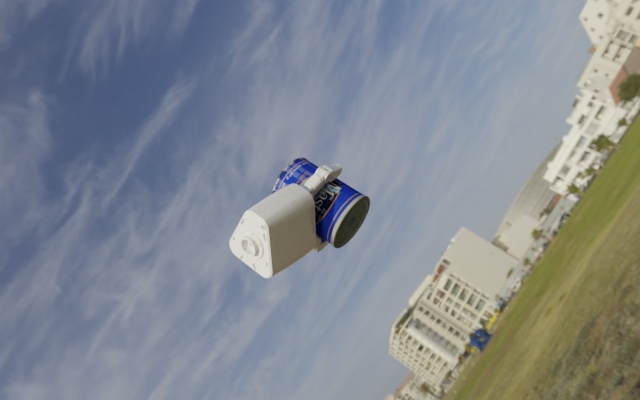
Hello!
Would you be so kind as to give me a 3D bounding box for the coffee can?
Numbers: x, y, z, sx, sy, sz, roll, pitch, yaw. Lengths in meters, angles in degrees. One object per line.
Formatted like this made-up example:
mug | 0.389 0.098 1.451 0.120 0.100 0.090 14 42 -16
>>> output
coffee can | 0.000 0.003 0.829 0.140 0.103 0.103 33 14 23
